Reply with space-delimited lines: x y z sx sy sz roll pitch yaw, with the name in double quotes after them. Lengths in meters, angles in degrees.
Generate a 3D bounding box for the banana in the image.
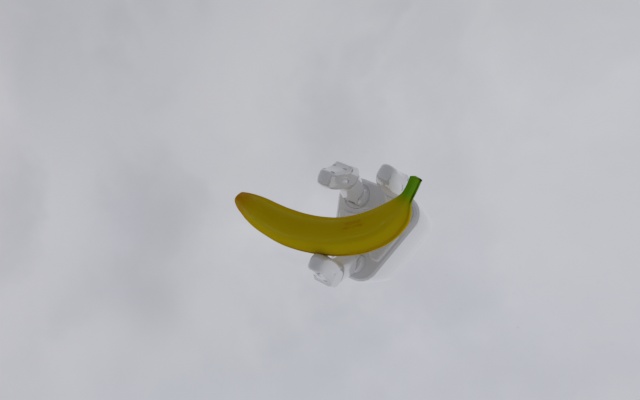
0.004 0.020 0.464 0.198 0.069 0.037 -5 -8 23 "banana"
